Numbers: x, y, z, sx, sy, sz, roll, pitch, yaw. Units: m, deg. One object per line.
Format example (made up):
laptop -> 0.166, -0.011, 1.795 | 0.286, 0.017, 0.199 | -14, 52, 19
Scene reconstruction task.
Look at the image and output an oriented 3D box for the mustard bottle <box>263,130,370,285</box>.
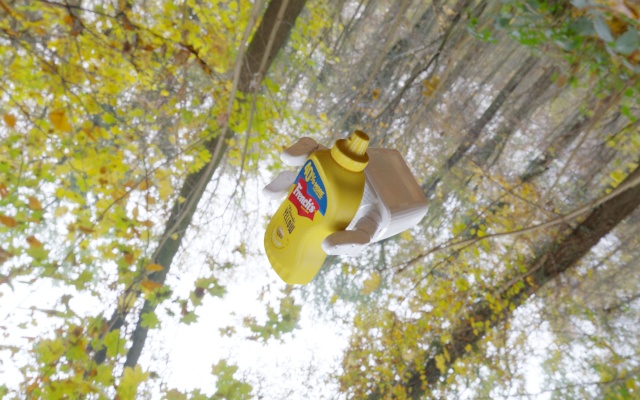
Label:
mustard bottle -> 0.000, 0.002, 0.539 | 0.058, 0.192, 0.096 | 11, 38, -32
